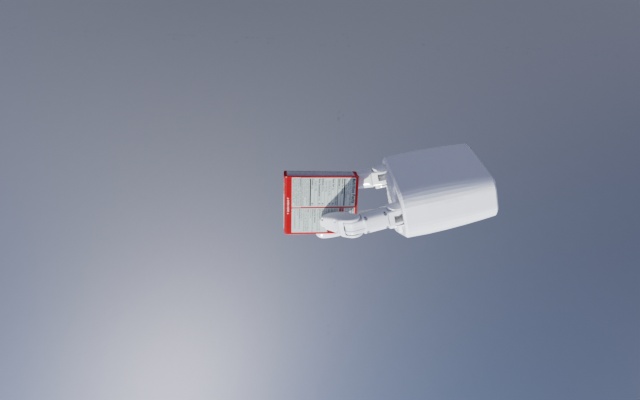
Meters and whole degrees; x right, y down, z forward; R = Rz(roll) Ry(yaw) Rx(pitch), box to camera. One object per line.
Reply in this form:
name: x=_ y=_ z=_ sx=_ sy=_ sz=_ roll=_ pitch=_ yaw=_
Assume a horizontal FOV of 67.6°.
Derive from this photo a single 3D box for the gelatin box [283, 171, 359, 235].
gelatin box: x=0.000 y=0.002 z=0.575 sx=0.089 sy=0.073 sz=0.030 roll=-1 pitch=18 yaw=-7
